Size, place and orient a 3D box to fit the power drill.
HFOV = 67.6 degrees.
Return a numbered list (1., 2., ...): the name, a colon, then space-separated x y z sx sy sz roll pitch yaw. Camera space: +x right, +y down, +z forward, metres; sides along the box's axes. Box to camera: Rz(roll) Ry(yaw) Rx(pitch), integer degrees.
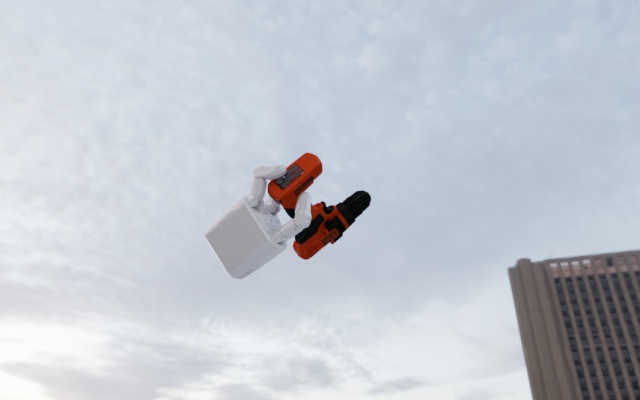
1. power drill: 0.000 0.003 0.879 0.057 0.184 0.188 38 -15 47
